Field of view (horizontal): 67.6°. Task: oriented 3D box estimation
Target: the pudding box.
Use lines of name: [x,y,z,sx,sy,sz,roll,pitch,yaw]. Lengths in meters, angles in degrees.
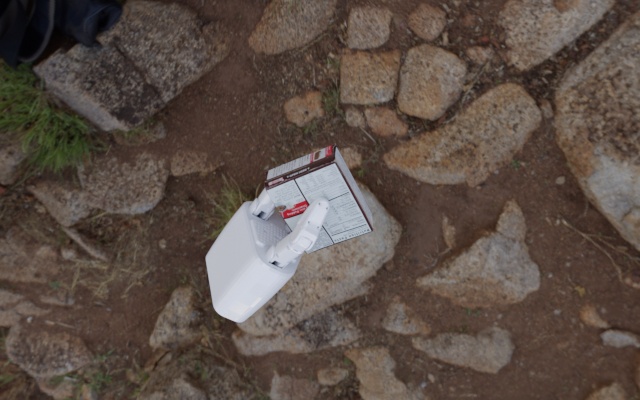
pudding box: [0.000,0.002,0.549,0.090,0.114,0.039,-21,36,14]
